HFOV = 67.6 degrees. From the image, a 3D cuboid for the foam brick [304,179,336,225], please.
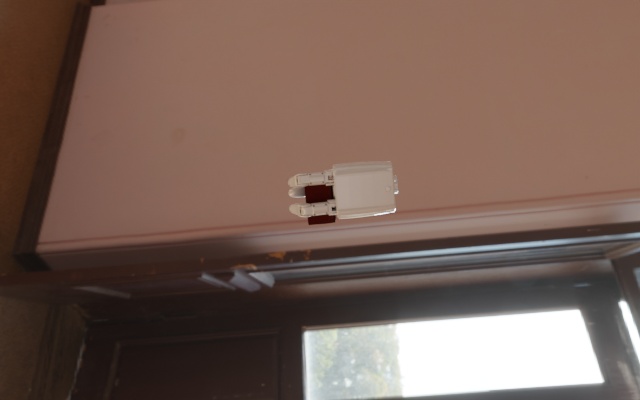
[{"bbox_3d":[0.000,0.003,0.896,0.051,0.078,0.053,-5,9,3],"label":"foam brick"}]
